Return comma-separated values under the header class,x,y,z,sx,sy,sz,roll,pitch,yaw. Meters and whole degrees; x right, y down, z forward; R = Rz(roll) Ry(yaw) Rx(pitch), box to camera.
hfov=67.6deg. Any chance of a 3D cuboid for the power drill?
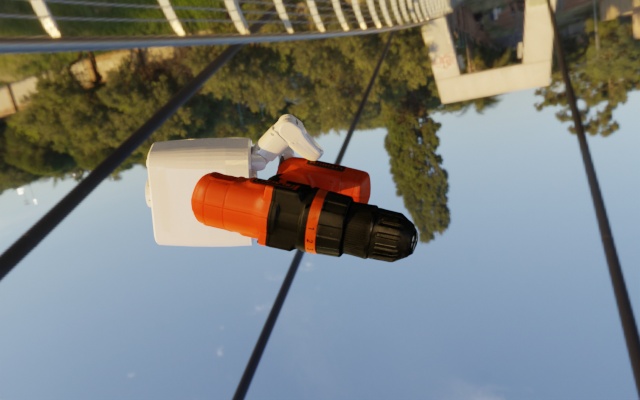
class,x,y,z,sx,sy,sz,roll,pitch,yaw
power drill,0.000,0.001,0.447,0.184,0.057,0.187,13,11,10
